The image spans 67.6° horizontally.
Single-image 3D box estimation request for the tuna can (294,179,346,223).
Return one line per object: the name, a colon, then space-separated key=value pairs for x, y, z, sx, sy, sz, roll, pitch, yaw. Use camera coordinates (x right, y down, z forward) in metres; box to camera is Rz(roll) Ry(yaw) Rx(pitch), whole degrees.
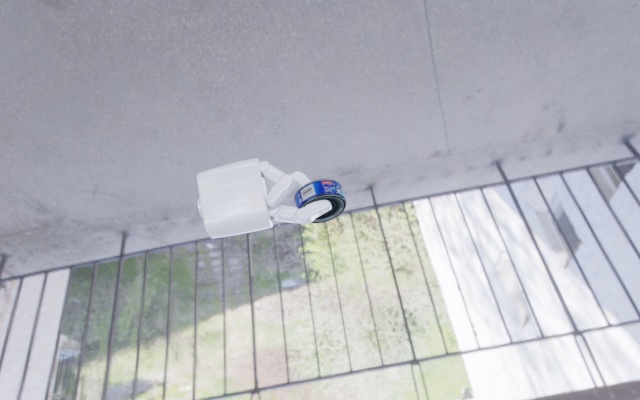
tuna can: x=0.000 y=0.003 z=0.814 sx=0.086 sy=0.033 sz=0.086 roll=-11 pitch=-34 yaw=-8
